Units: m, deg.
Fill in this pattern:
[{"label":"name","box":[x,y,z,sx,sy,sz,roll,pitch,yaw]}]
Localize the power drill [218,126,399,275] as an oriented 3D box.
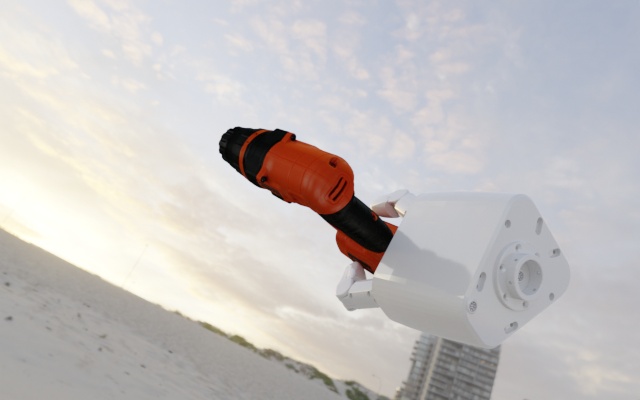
[{"label":"power drill","box":[0.001,0.002,0.458,0.188,0.057,0.184,38,-6,-39]}]
